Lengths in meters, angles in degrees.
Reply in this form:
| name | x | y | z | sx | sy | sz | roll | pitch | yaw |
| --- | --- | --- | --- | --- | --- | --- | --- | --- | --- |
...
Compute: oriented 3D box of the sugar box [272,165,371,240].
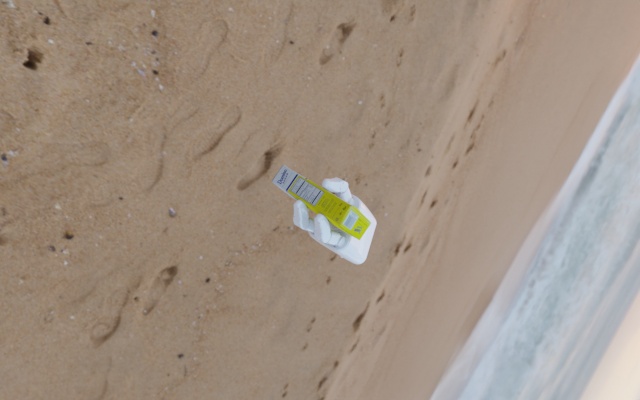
| name | x | y | z | sx | sy | sz | roll | pitch | yaw |
| --- | --- | --- | --- | --- | --- | --- | --- | --- | --- |
| sugar box | 0.000 | 0.003 | 0.874 | 0.176 | 0.048 | 0.093 | 29 | -7 | 34 |
